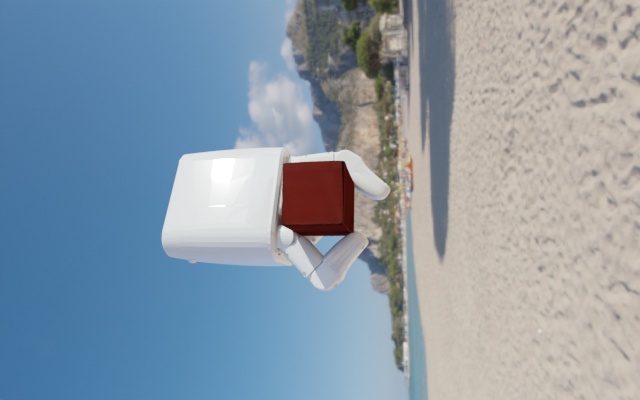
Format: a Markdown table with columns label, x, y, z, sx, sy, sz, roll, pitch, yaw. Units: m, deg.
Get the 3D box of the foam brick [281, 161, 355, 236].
| label | x | y | z | sx | sy | sz | roll | pitch | yaw |
| --- | --- | --- | --- | --- | --- | --- | --- | --- | --- |
| foam brick | 0.000 | 0.001 | 0.410 | 0.051 | 0.053 | 0.078 | 0 | -12 | 10 |
